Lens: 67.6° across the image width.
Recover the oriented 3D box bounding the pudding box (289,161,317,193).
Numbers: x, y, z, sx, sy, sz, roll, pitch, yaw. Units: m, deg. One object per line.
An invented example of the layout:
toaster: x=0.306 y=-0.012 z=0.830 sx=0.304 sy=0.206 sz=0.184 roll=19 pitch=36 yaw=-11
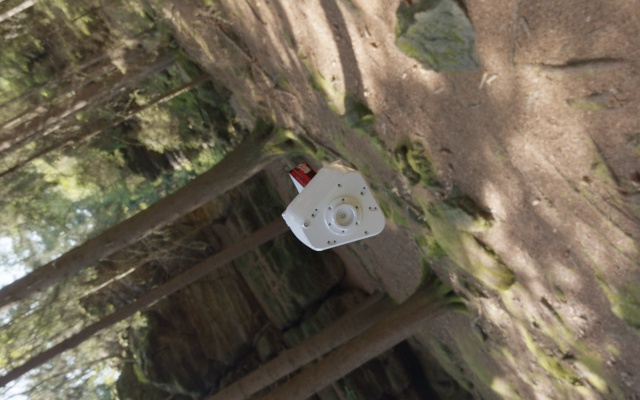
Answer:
pudding box: x=0.000 y=0.003 z=0.772 sx=0.039 sy=0.114 sz=0.090 roll=-32 pitch=40 yaw=-9
